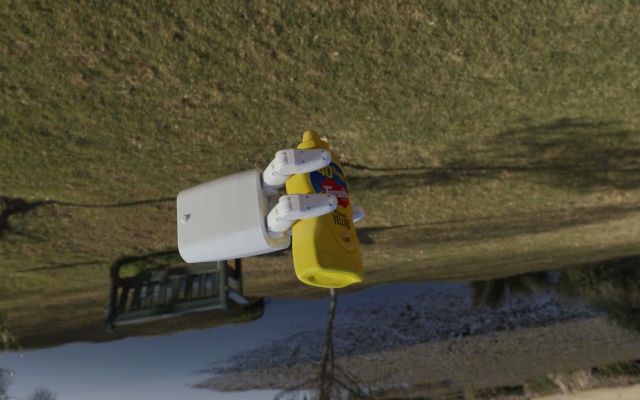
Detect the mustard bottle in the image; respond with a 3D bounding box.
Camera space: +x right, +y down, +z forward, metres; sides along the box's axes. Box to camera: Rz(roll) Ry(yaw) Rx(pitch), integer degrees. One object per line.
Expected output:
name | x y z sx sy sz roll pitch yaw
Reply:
mustard bottle | 0.000 0.002 0.563 0.058 0.191 0.096 -25 -29 31
